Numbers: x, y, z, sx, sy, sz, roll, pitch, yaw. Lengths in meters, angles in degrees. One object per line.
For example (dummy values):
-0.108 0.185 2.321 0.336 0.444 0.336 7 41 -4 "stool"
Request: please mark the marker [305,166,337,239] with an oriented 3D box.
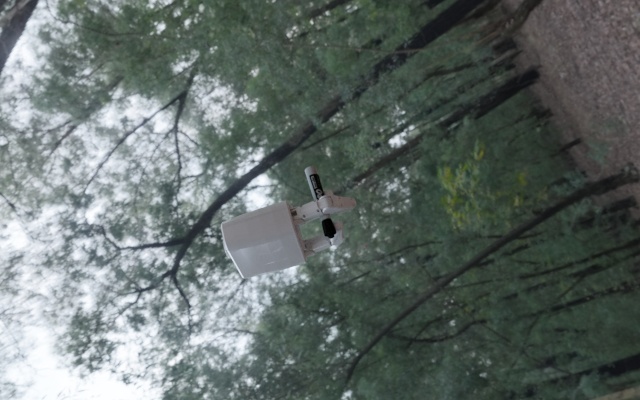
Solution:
0.000 0.002 0.725 0.020 0.121 0.020 -14 -25 -7 "marker"
